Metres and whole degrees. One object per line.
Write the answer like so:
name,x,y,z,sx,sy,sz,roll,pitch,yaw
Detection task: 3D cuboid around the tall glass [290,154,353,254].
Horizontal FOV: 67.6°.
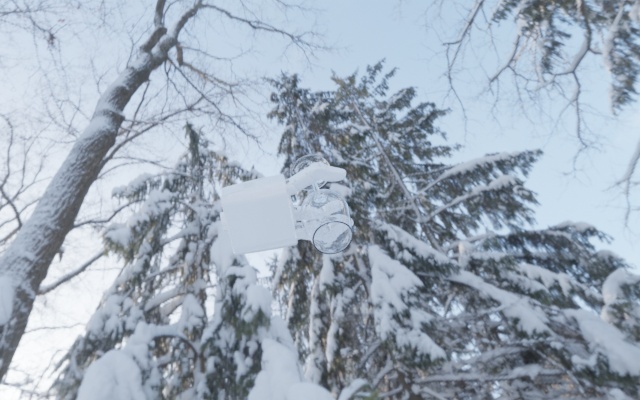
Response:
tall glass,0.000,0.002,0.786,0.079,0.079,0.201,0,32,-13
